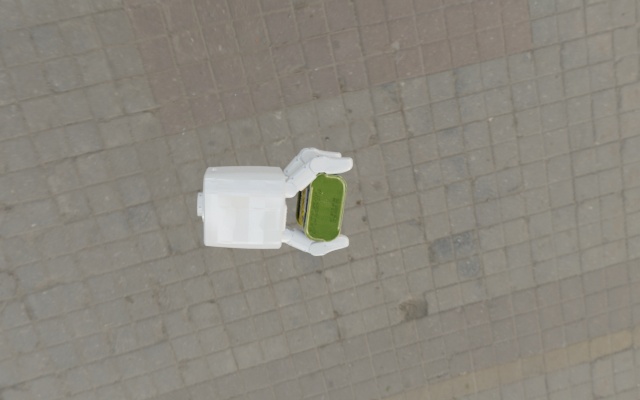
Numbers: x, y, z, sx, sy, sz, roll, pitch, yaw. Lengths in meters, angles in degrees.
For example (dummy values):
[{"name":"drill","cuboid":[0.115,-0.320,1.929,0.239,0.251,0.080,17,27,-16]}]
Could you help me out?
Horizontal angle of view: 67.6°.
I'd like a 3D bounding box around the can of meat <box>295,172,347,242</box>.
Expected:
[{"name":"can of meat","cuboid":[0.000,0.002,0.689,0.057,0.102,0.084,5,12,-11]}]
